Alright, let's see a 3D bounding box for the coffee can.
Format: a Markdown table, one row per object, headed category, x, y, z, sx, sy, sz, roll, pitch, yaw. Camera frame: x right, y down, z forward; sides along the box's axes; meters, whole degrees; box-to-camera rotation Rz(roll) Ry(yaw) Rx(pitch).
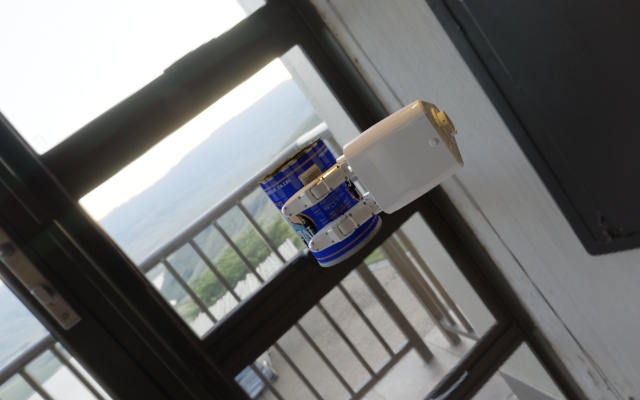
| category | x | y | z | sx | sy | sz | roll | pitch | yaw |
| --- | --- | --- | --- | --- | --- | --- | --- | --- | --- |
| coffee can | 0.000 | 0.002 | 0.634 | 0.103 | 0.140 | 0.102 | -36 | 10 | 7 |
